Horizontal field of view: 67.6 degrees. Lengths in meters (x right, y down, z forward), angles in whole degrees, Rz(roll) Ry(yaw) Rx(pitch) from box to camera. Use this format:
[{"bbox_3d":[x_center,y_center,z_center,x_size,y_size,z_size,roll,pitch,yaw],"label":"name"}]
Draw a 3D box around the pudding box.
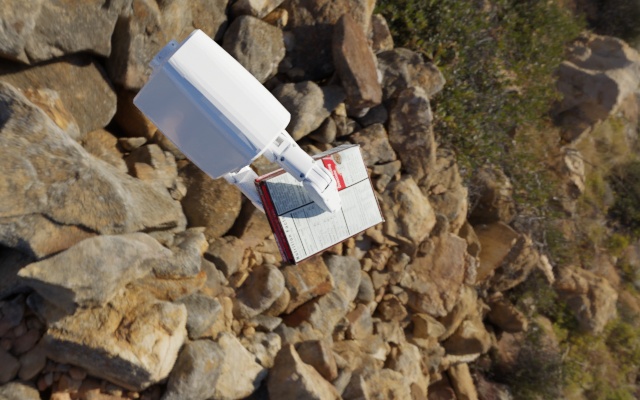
[{"bbox_3d":[0.000,0.002,0.484,0.113,0.090,0.039,-23,11,-21],"label":"pudding box"}]
